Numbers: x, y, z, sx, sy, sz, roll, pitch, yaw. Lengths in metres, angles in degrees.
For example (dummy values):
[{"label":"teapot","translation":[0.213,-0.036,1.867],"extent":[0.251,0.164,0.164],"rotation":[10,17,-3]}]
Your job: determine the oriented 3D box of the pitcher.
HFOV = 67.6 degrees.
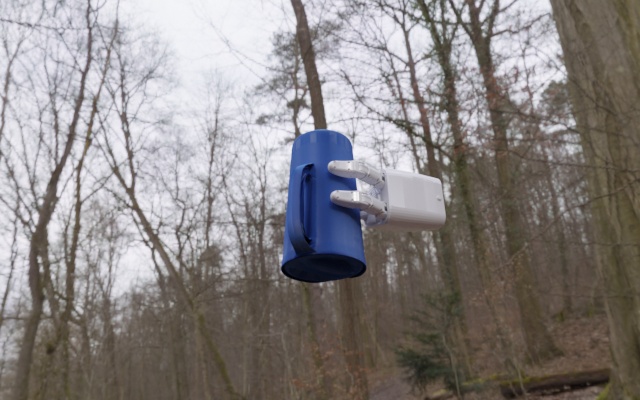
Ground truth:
[{"label":"pitcher","translation":[0.000,0.003,0.784],"extent":[0.145,0.242,0.149],"rotation":[8,-29,-18]}]
